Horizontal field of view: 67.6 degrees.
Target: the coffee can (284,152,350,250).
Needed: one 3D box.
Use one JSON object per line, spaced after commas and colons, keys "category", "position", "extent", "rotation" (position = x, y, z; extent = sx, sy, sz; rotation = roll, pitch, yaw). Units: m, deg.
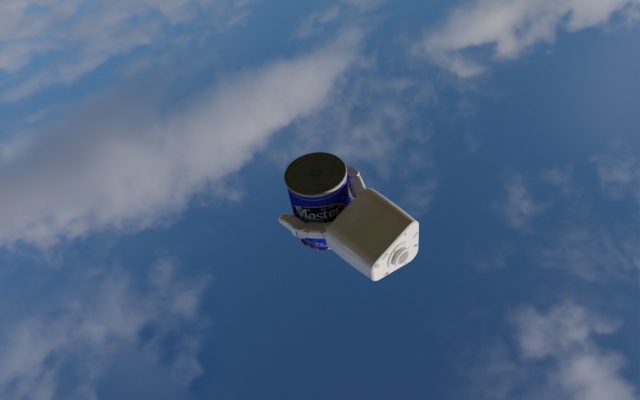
{"category": "coffee can", "position": [0.000, 0.003, 0.824], "extent": [0.103, 0.102, 0.140], "rotation": [0, -44, 10]}
